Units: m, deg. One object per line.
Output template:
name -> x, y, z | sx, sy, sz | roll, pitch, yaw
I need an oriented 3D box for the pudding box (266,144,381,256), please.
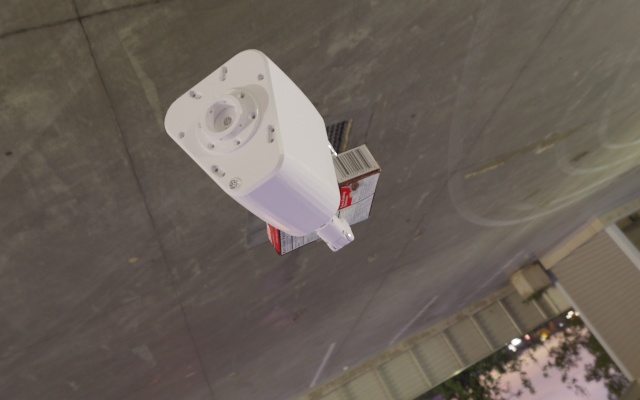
pudding box -> 0.000, 0.002, 0.477 | 0.113, 0.039, 0.090 | -21, -29, -16
